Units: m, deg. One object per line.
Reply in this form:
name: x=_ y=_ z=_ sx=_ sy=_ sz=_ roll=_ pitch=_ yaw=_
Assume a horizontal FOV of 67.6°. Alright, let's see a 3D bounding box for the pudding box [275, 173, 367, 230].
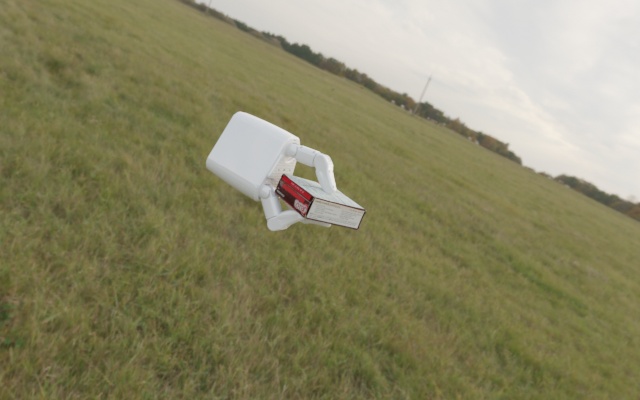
pudding box: x=0.000 y=0.002 z=0.719 sx=0.113 sy=0.039 sz=0.090 roll=12 pitch=18 yaw=-41
